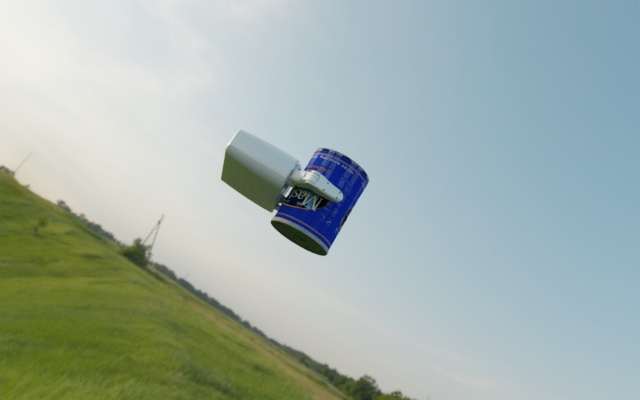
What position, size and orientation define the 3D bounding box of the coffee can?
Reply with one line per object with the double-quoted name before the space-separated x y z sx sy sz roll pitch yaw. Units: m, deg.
"coffee can" 0.000 0.003 0.761 0.103 0.140 0.103 28 -17 10
